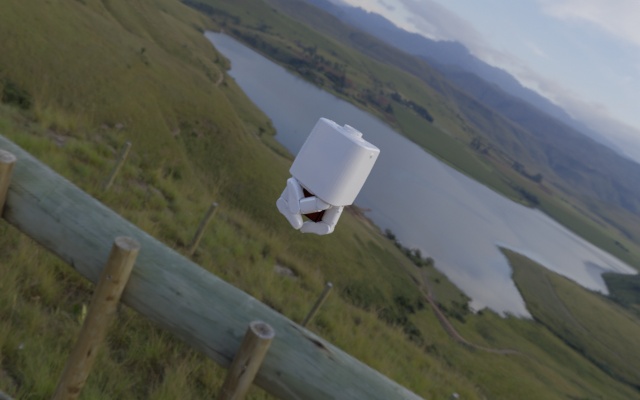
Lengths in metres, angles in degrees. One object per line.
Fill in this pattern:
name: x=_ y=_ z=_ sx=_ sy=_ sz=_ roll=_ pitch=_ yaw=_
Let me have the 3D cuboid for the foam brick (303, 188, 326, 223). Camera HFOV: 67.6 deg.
foam brick: x=0.000 y=0.003 z=0.842 sx=0.053 sy=0.051 sz=0.078 roll=34 pitch=15 yaw=20
